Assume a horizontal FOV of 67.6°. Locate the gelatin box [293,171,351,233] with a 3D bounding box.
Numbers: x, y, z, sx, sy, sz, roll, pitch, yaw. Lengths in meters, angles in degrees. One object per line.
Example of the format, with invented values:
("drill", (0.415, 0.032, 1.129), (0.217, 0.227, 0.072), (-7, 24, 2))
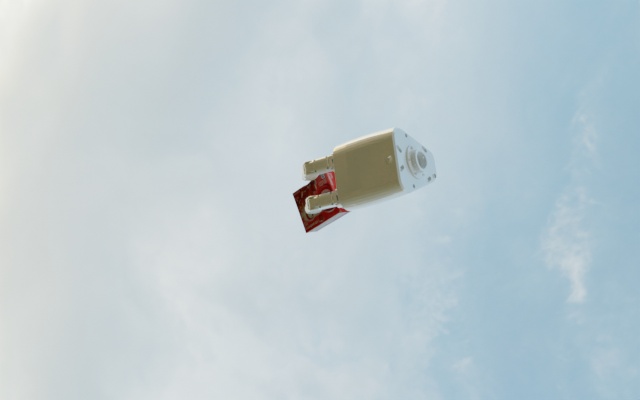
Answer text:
("gelatin box", (0.000, 0.003, 0.774), (0.030, 0.073, 0.089), (-5, -21, -46))
